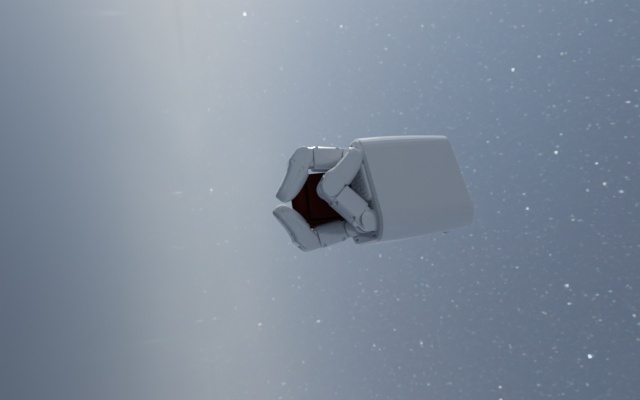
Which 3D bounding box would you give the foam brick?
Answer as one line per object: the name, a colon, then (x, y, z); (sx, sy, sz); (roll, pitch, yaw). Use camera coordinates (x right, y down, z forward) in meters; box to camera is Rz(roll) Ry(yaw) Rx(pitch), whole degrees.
foam brick: (0.000, 0.002, 0.536); (0.051, 0.053, 0.078); (-7, -8, -15)
